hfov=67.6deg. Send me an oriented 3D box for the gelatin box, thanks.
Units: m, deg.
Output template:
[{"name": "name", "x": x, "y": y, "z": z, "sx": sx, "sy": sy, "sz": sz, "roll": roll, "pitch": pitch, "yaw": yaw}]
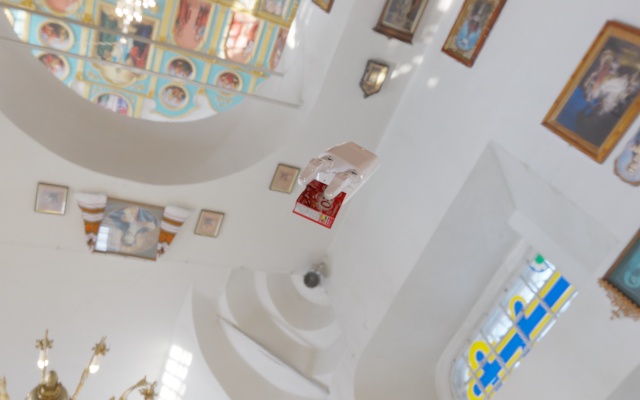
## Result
[{"name": "gelatin box", "x": 0.000, "y": 0.003, "z": 0.837, "sx": 0.073, "sy": 0.030, "sz": 0.089, "roll": 24, "pitch": 35, "yaw": 4}]
